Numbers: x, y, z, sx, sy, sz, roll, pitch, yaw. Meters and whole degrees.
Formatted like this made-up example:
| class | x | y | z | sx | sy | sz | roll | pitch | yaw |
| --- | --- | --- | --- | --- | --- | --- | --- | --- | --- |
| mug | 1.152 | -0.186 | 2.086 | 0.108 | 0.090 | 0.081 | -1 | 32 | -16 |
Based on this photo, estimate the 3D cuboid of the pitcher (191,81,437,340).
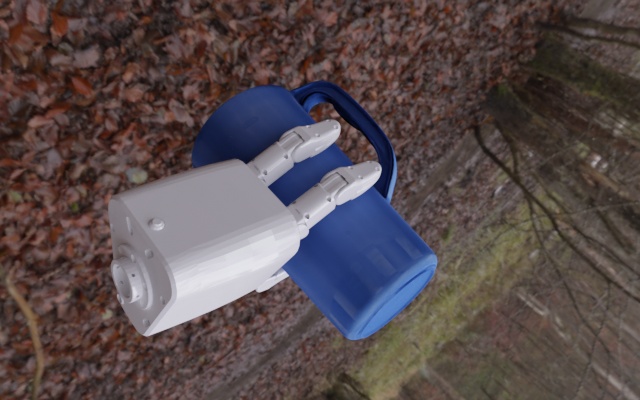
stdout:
| class | x | y | z | sx | sy | sz | roll | pitch | yaw |
| --- | --- | --- | --- | --- | --- | --- | --- | --- | --- |
| pitcher | 0.000 | 0.002 | 0.464 | 0.145 | 0.149 | 0.242 | -21 | 58 | -41 |
